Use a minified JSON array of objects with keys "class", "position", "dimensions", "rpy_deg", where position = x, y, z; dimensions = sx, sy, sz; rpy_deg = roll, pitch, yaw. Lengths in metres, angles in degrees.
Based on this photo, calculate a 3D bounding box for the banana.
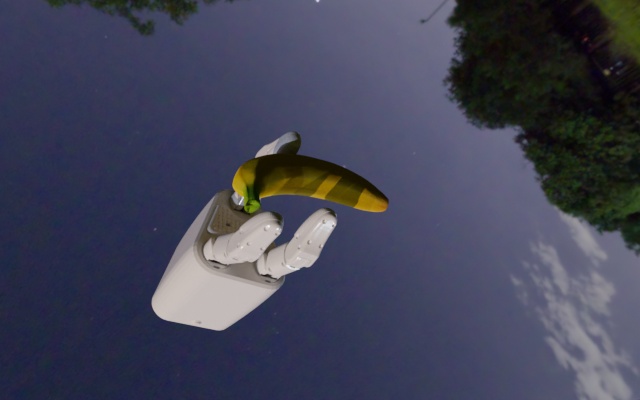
[{"class":"banana","position":[-0.011,-0.013,0.441],"dimensions":[0.198,0.069,0.037],"rpy_deg":[-1,-39,-50]}]
